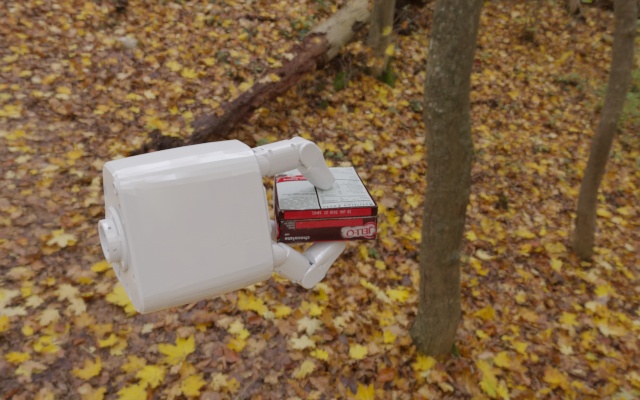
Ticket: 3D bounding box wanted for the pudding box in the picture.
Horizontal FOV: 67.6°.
[{"bbox_3d":[0.000,0.001,0.464,0.090,0.039,0.113,-1,24,-7],"label":"pudding box"}]
